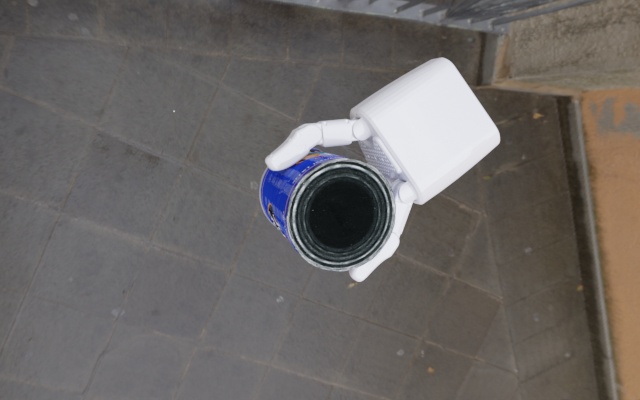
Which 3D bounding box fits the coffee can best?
[{"bbox_3d":[0.000,0.002,0.485,0.103,0.103,0.140,0,10,-17],"label":"coffee can"}]
